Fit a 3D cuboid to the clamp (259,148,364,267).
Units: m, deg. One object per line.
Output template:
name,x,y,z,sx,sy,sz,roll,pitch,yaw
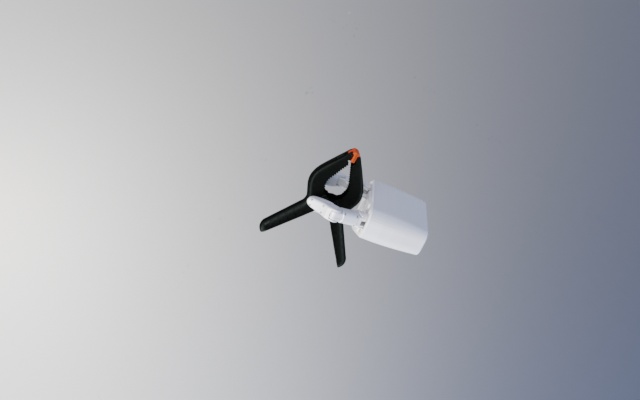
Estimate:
clamp,0.001,0.003,0.801,0.164,0.210,0.036,19,21,-10
